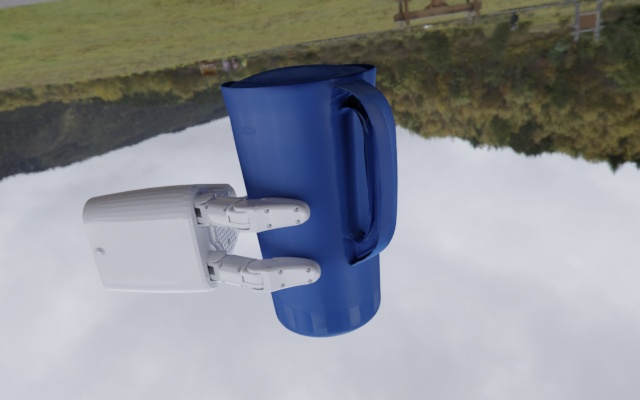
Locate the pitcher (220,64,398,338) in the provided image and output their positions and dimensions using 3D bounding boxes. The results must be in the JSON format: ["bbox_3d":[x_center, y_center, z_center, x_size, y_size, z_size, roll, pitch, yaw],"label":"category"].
[{"bbox_3d":[0.000,0.001,0.438,0.145,0.243,0.149,-4,20,9],"label":"pitcher"}]
